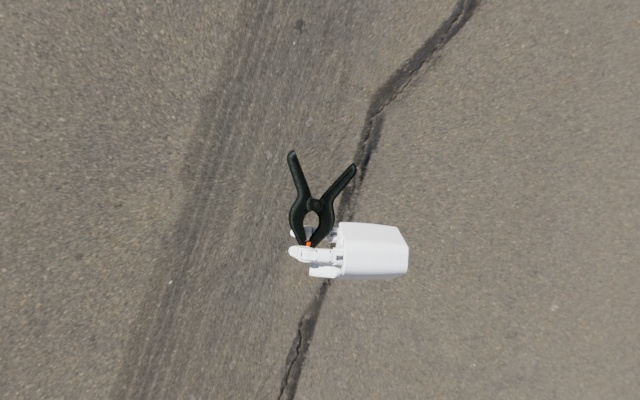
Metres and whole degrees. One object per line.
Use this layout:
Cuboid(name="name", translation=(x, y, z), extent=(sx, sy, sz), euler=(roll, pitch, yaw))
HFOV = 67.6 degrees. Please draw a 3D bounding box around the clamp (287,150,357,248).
Cuboid(name="clamp", translation=(0.000, 0.003, 0.810), extent=(0.120, 0.171, 0.039), euler=(2, 2, -4))
